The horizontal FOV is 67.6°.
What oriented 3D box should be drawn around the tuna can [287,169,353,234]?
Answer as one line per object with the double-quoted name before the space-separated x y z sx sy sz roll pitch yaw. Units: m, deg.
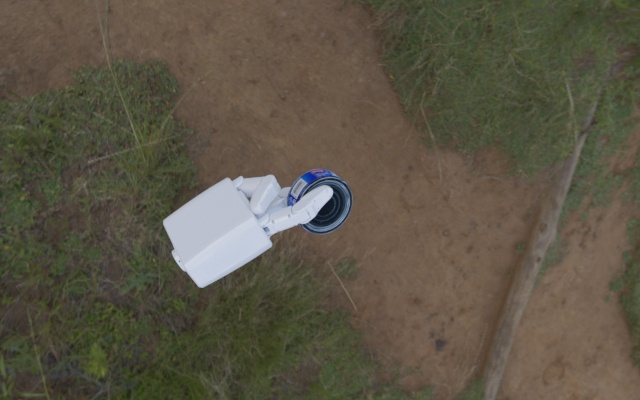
"tuna can" 0.000 0.002 0.647 0.086 0.086 0.033 0 21 -28
